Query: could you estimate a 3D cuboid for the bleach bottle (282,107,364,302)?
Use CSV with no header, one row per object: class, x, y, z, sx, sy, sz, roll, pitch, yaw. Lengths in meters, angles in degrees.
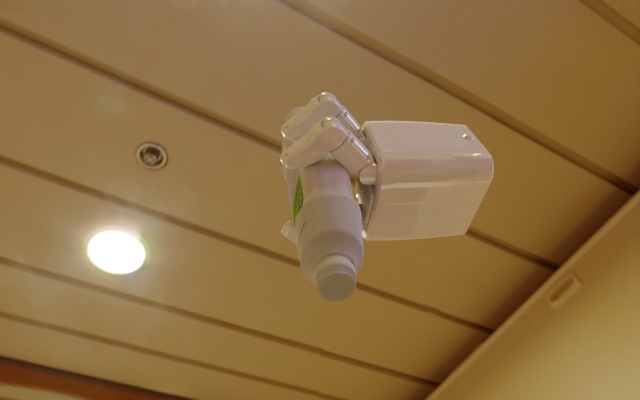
bleach bottle,0.000,0.001,0.453,0.068,0.103,0.250,0,33,-6
